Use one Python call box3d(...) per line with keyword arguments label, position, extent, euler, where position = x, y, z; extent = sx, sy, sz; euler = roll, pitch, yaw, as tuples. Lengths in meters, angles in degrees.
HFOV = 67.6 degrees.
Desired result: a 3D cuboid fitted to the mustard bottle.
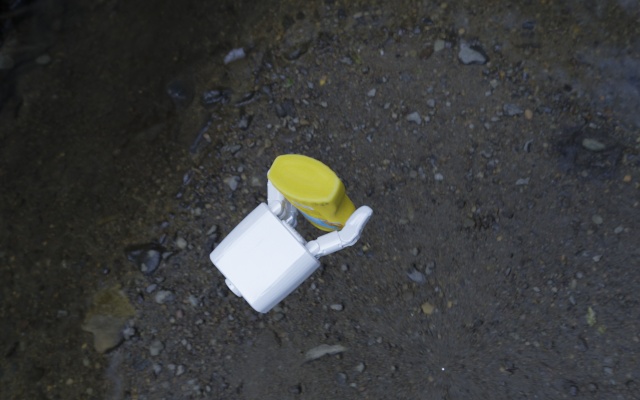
box3d(label="mustard bottle", position=(0.000, 0.002, 0.669), extent=(0.096, 0.058, 0.192), euler=(20, -13, 20))
